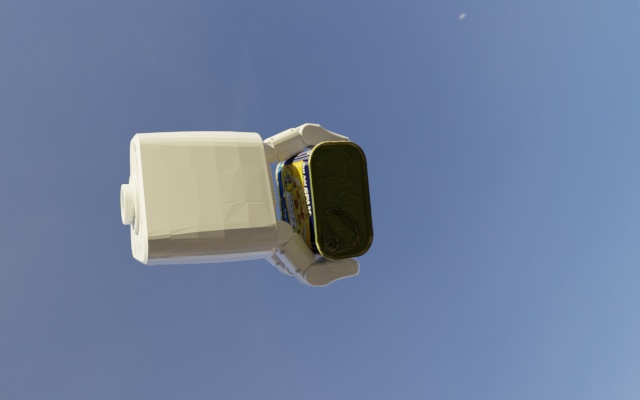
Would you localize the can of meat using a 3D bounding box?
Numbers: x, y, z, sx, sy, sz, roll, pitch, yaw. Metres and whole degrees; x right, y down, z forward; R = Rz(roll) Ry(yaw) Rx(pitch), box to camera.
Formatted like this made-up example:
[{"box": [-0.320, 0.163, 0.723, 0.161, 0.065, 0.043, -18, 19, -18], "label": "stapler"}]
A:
[{"box": [0.000, 0.001, 0.448, 0.057, 0.102, 0.084, -6, 0, -28], "label": "can of meat"}]
